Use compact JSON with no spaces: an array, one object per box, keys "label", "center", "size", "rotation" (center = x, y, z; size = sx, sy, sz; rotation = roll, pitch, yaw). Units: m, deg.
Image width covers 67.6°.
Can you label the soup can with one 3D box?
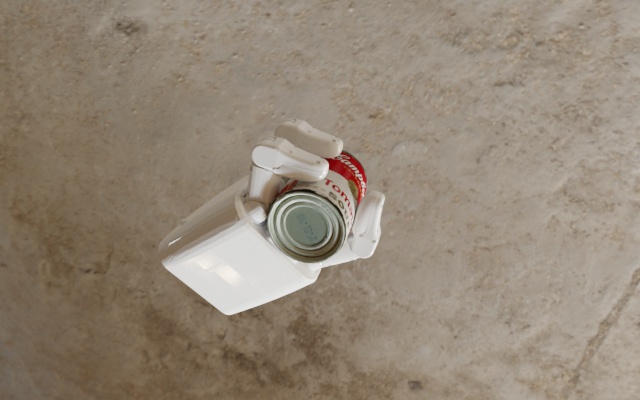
[{"label":"soup can","center":[0.000,0.001,0.422],"size":[0.068,0.068,0.102],"rotation":[0,24,16]}]
